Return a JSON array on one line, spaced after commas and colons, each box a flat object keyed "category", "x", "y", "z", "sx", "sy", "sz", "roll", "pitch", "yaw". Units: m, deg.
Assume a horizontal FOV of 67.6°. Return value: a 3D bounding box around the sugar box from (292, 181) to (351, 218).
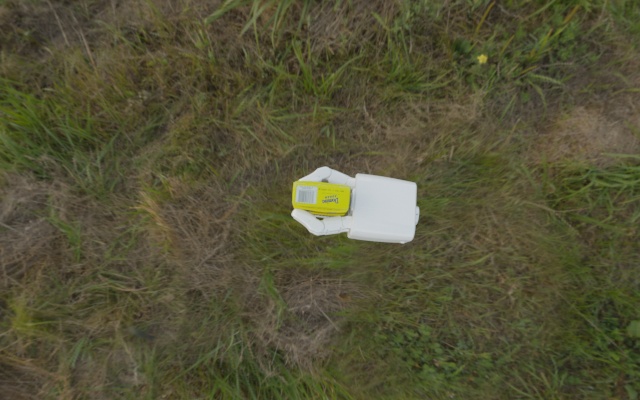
[{"category": "sugar box", "x": 0.000, "y": 0.003, "z": 0.845, "sx": 0.093, "sy": 0.048, "sz": 0.176, "roll": 6, "pitch": -10, "yaw": 1}]
